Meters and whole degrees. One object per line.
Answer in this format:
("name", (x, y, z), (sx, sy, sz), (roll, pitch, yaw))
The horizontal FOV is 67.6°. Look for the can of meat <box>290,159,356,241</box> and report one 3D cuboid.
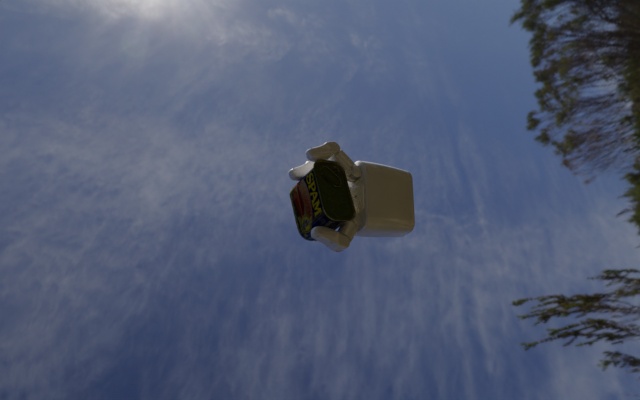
("can of meat", (0.000, 0.003, 0.733), (0.057, 0.102, 0.084), (3, -29, -34))
